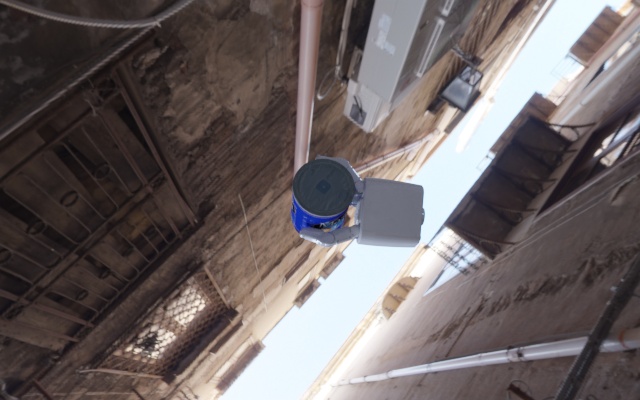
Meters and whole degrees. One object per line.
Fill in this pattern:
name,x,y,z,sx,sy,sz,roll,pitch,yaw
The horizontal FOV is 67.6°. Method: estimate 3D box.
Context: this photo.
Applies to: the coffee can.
coffee can,0.000,0.003,0.842,0.103,0.102,0.140,0,-21,-5
